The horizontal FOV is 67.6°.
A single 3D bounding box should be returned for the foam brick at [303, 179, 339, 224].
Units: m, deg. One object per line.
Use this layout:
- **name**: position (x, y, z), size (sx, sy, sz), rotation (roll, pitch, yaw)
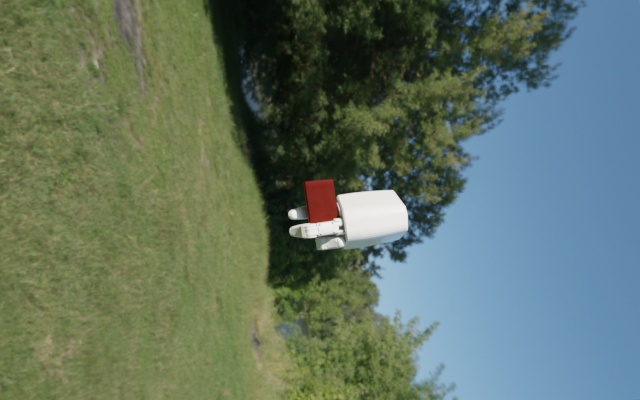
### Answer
- **foam brick**: position (0.000, 0.002, 0.827), size (0.051, 0.078, 0.053), rotation (-8, 3, -2)
